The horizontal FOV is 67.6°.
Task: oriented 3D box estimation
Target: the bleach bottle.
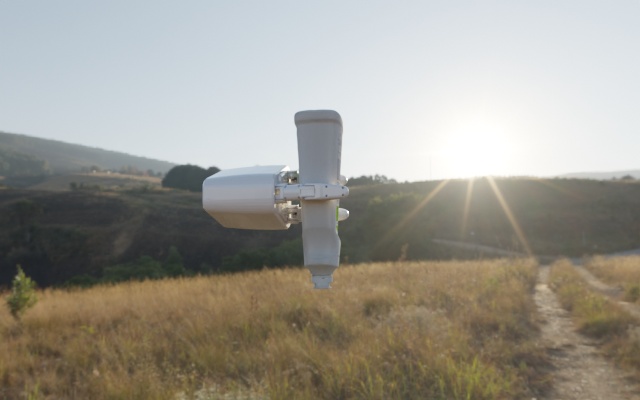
[{"bbox_3d":[0.000,0.002,0.696,0.068,0.251,0.102,-1,-4,9],"label":"bleach bottle"}]
